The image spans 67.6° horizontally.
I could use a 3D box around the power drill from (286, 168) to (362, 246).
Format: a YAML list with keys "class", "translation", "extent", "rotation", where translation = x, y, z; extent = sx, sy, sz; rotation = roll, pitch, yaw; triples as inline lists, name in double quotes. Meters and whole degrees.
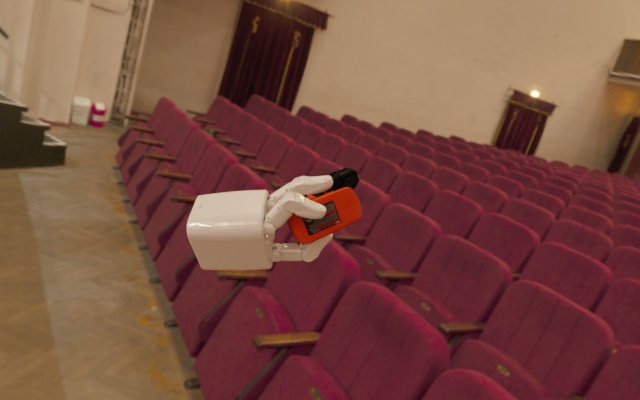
- class: "power drill"
  translation: [0.000, 0.003, 0.758]
  extent: [0.184, 0.057, 0.187]
  rotation: [-26, 13, -9]
